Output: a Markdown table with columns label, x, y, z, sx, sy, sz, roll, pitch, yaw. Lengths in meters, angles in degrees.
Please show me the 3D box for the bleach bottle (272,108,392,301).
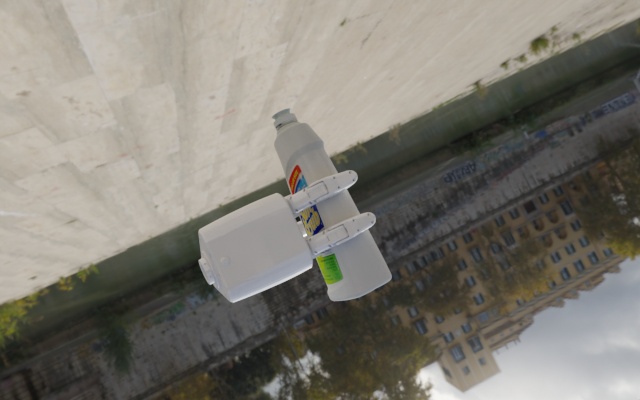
| label | x | y | z | sx | sy | sz | roll | pitch | yaw |
| --- | --- | --- | --- | --- | --- | --- | --- | --- | --- |
| bleach bottle | 0.000 | 0.002 | 0.619 | 0.068 | 0.251 | 0.102 | -24 | -5 | -24 |
